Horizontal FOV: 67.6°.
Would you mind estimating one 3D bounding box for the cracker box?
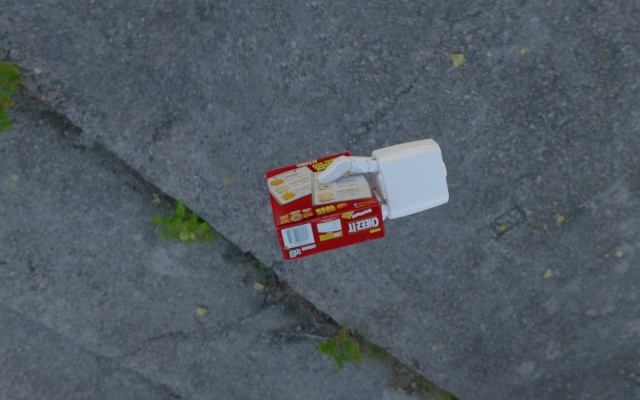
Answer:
[{"bbox_3d":[0.000,0.003,0.811,0.164,0.072,0.213,-14,28,-4],"label":"cracker box"}]
